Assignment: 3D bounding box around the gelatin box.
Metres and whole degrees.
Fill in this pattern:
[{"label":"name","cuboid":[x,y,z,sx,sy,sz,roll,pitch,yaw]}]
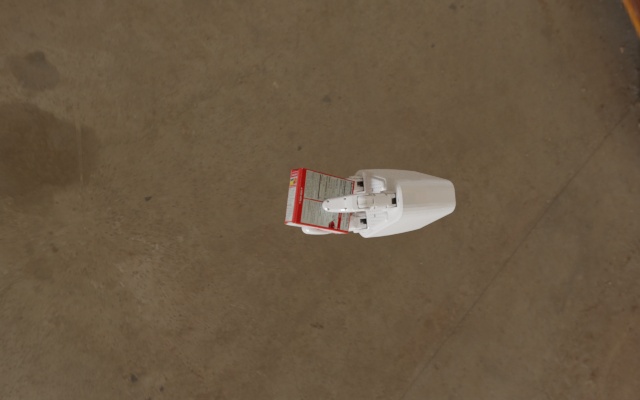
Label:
[{"label":"gelatin box","cuboid":[0.000,0.002,0.631,0.089,0.073,0.030,12,-10,-33]}]
